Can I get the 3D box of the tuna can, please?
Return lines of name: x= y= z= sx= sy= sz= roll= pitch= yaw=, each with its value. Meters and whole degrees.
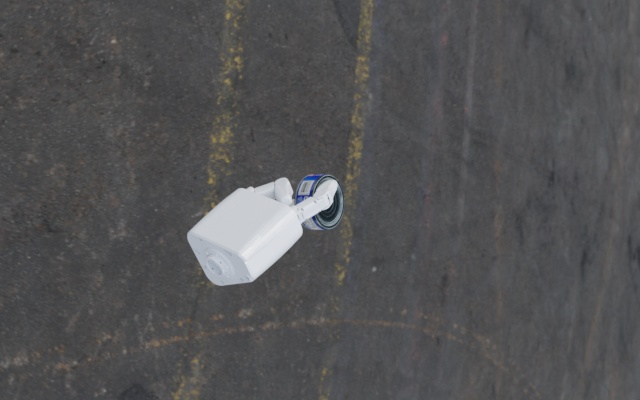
tuna can: x=0.001 y=0.002 z=0.730 sx=0.034 sy=0.086 sz=0.086 roll=-1 pitch=-1 yaw=37
